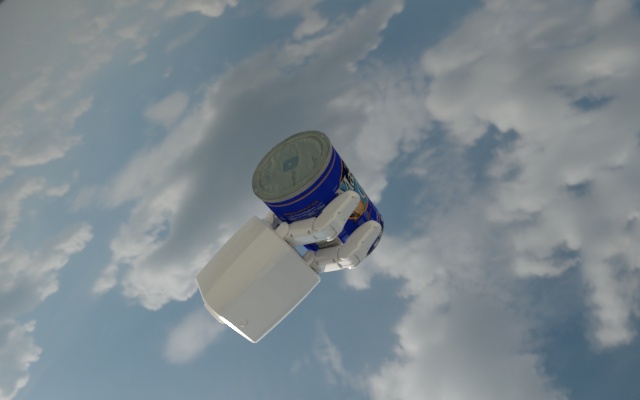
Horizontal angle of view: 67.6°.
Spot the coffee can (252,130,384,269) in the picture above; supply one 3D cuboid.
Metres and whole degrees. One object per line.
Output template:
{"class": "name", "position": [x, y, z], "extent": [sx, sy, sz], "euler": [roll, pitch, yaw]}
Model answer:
{"class": "coffee can", "position": [0.000, 0.002, 0.570], "extent": [0.103, 0.102, 0.140], "euler": [0, -38, 39]}
